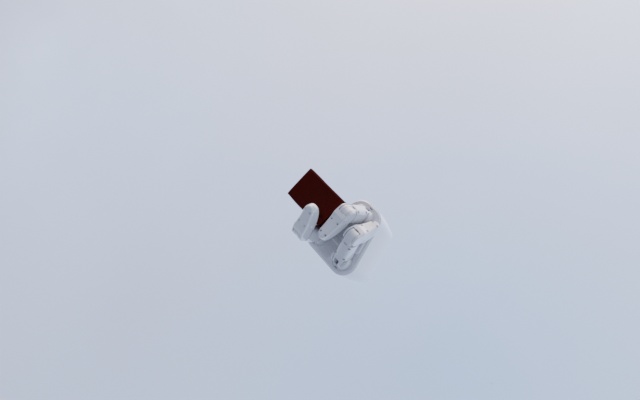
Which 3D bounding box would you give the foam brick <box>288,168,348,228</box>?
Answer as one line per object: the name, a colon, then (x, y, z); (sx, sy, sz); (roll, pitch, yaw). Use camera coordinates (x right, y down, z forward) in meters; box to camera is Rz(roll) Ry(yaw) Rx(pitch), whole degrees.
foam brick: (0.000, 0.002, 0.707); (0.078, 0.053, 0.051); (47, 3, 27)
